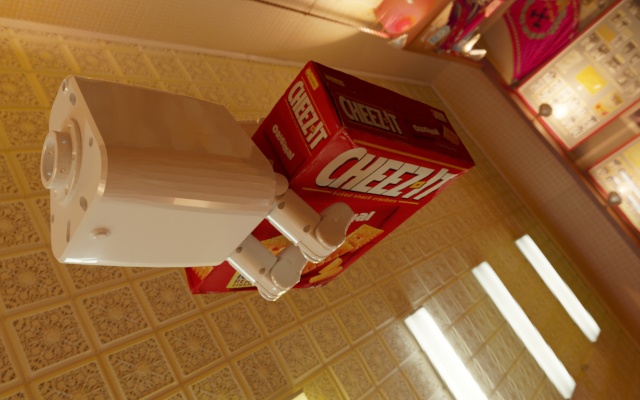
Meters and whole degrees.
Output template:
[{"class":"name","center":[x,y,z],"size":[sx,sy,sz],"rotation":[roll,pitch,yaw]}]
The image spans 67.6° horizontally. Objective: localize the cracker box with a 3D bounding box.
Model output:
[{"class":"cracker box","center":[0.000,0.001,0.413],"size":[0.164,0.072,0.214],"rotation":[6,-39,-43]}]
